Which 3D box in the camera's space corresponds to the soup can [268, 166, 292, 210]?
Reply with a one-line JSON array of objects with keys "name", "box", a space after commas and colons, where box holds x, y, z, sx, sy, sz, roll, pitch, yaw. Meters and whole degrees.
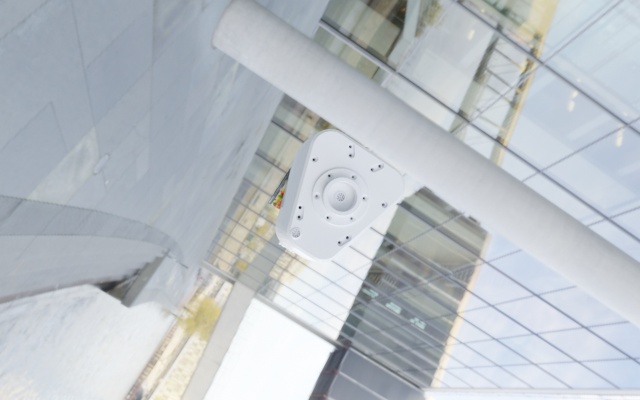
[{"name": "soup can", "box": [0.000, 0.002, 0.556, 0.102, 0.068, 0.068, 33, -4, -6]}]
